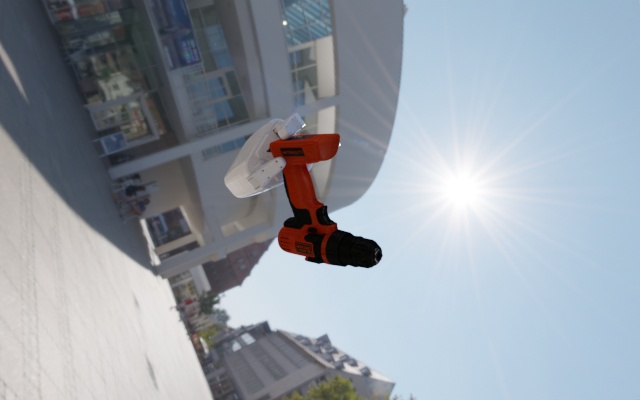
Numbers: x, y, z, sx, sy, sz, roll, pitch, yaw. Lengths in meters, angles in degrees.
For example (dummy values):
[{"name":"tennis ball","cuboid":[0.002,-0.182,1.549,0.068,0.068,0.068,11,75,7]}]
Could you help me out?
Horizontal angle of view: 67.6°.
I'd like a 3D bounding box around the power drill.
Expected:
[{"name":"power drill","cuboid":[0.000,0.002,0.675,0.184,0.188,0.057,5,20,40]}]
